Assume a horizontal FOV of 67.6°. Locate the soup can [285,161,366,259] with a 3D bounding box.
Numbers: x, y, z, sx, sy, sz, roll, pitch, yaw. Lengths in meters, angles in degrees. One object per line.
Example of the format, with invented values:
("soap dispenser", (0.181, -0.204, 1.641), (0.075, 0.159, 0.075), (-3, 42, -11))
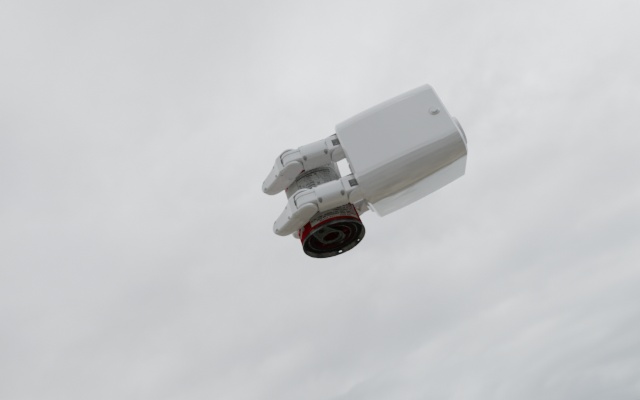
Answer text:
("soup can", (0.000, 0.002, 0.517), (0.068, 0.102, 0.069), (-14, -34, -10))
